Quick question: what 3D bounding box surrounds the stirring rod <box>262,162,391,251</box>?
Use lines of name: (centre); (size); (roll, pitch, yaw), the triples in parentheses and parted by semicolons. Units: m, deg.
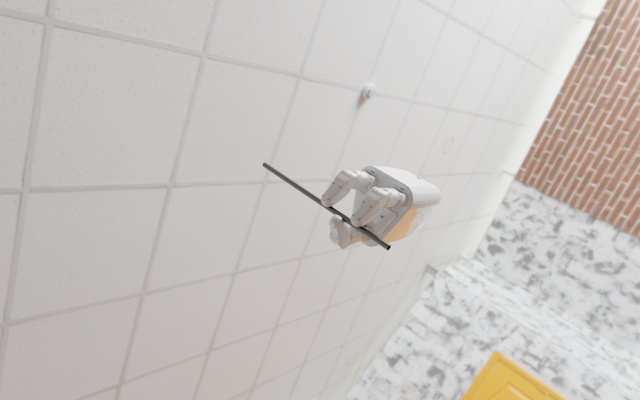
stirring rod: (0.000, 0.002, 0.652); (0.239, 0.011, 0.011); (34, 20, 32)
